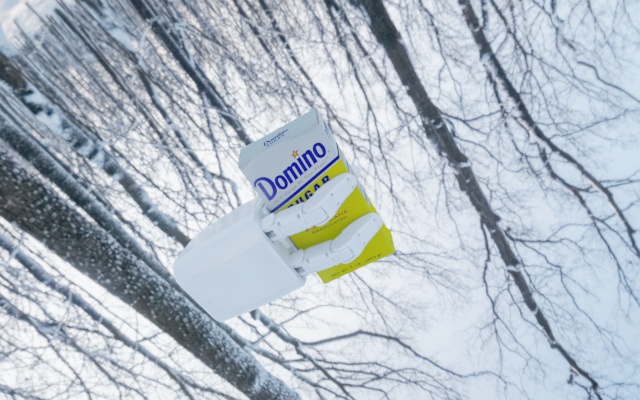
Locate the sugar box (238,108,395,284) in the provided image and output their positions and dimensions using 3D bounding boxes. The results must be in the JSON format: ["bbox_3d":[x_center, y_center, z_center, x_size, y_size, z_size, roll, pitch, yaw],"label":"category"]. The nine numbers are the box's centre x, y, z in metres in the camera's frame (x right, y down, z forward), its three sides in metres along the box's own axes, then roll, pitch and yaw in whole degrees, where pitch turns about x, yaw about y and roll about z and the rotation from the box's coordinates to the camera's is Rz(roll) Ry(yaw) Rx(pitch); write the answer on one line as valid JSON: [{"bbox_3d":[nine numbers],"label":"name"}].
[{"bbox_3d":[0.000,0.002,0.503,0.093,0.176,0.048,-27,31,13],"label":"sugar box"}]
